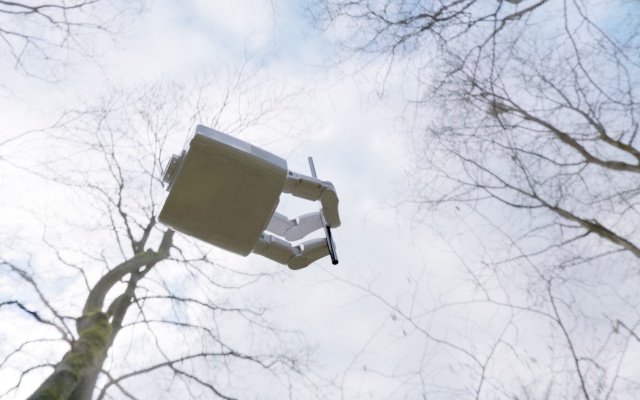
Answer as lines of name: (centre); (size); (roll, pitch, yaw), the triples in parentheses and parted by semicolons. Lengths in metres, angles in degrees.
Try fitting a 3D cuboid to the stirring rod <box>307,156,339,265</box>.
stirring rod: (0.000, 0.002, 0.610); (0.011, 0.011, 0.239); (0, 32, -9)
